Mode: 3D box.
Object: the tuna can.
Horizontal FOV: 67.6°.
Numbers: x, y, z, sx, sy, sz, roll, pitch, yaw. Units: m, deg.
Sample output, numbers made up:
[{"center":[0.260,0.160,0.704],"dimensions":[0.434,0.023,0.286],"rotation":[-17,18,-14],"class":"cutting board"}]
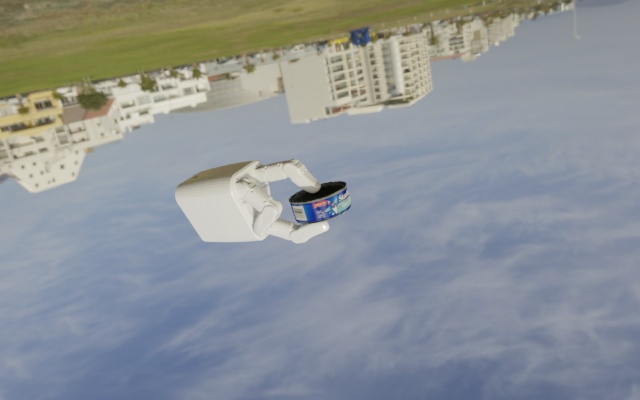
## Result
[{"center":[0.000,0.003,0.682],"dimensions":[0.086,0.034,0.086],"rotation":[-15,15,4],"class":"tuna can"}]
